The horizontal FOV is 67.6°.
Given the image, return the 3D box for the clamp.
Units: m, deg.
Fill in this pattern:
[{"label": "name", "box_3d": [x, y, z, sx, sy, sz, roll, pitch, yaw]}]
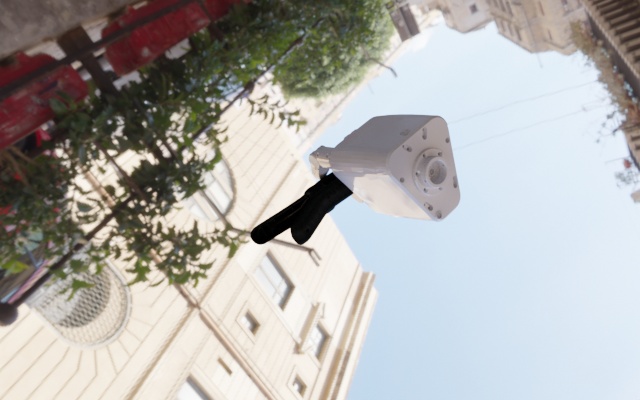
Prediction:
[{"label": "clamp", "box_3d": [0.000, 0.002, 0.582, 0.171, 0.039, 0.120, -40, 22, -19]}]
